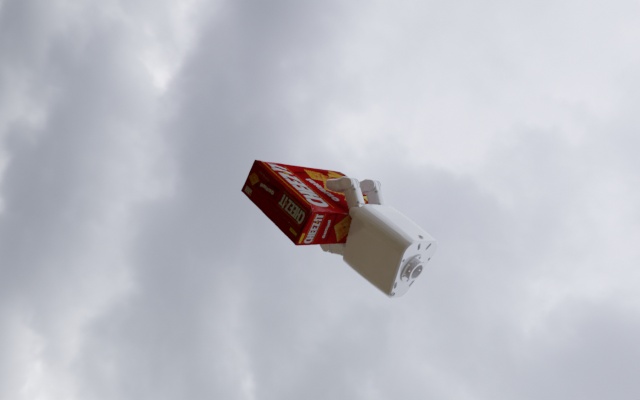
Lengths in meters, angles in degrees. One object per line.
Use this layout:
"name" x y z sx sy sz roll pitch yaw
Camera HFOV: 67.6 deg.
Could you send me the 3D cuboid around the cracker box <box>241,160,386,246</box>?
"cracker box" 0.000 0.003 0.819 0.214 0.072 0.164 4 28 -47
